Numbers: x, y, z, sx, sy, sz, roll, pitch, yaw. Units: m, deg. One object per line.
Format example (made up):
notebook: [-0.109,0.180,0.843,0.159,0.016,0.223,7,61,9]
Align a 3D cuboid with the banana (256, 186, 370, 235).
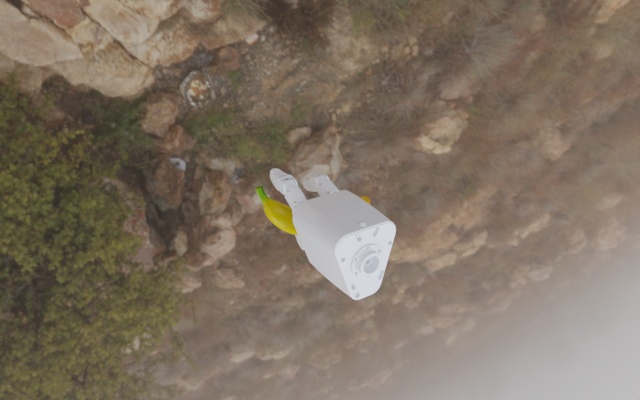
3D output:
banana: [-0.004,0.021,0.728,0.198,0.069,0.037,6,-1,-31]
